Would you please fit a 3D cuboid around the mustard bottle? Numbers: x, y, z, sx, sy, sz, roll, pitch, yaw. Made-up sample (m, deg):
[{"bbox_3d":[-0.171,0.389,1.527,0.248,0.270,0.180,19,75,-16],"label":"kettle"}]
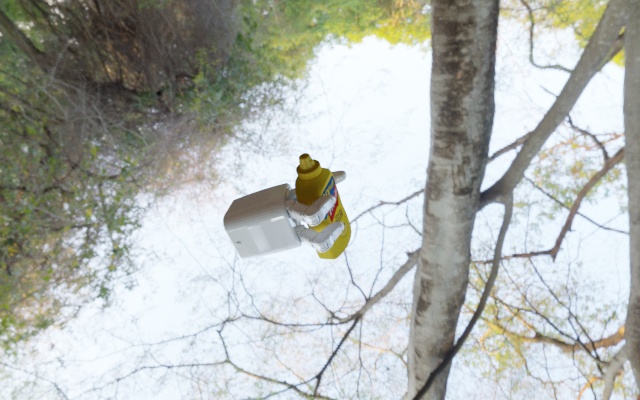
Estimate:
[{"bbox_3d":[0.001,0.003,0.801,0.058,0.192,0.096,1,41,27],"label":"mustard bottle"}]
